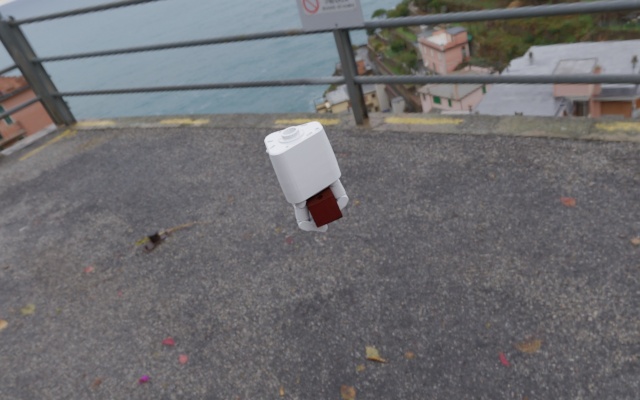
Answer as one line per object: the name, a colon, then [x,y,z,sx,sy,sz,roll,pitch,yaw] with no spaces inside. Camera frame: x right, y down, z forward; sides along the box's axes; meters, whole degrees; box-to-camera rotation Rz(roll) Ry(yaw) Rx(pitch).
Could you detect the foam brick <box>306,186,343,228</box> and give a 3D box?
foam brick: [0.000,0.003,0.887,0.053,0.051,0.078,-25,33,-2]
